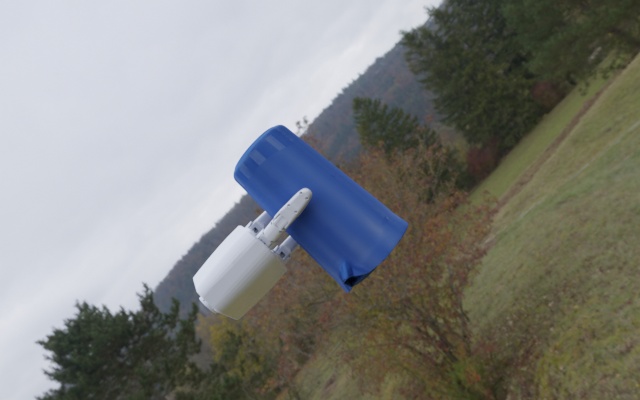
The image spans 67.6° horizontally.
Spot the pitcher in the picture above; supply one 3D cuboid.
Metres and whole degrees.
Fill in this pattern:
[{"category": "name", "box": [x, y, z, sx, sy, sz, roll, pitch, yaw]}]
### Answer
[{"category": "pitcher", "box": [0.000, 0.002, 0.698, 0.243, 0.145, 0.149, 42, -9, 2]}]
